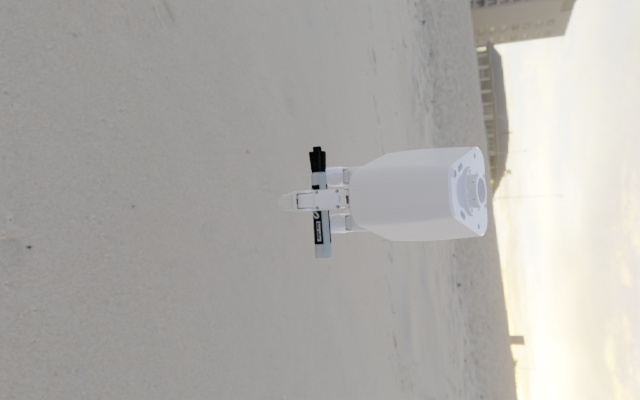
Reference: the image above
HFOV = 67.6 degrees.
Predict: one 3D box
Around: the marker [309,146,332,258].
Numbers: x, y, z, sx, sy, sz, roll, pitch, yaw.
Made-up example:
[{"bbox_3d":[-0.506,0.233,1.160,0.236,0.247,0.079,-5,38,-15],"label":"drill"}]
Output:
[{"bbox_3d":[0.000,0.002,0.520,0.020,0.121,0.020,-3,0,0],"label":"marker"}]
